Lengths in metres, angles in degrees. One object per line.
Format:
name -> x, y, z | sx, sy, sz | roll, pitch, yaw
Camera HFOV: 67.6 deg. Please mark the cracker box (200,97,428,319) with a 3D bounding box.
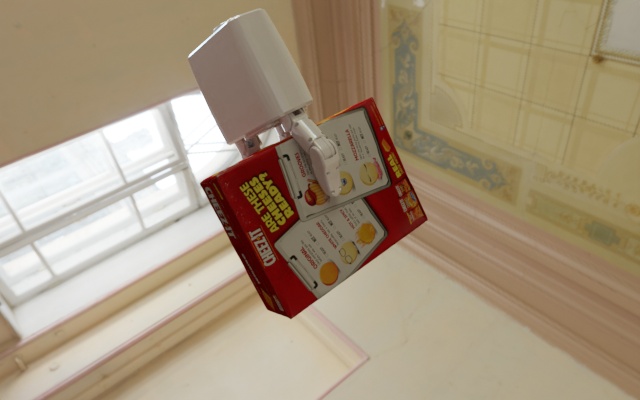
cracker box -> 0.000, 0.002, 0.538 | 0.213, 0.164, 0.072 | -31, 11, -28
